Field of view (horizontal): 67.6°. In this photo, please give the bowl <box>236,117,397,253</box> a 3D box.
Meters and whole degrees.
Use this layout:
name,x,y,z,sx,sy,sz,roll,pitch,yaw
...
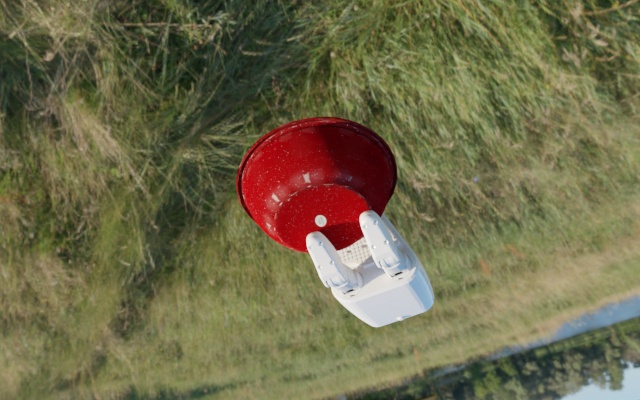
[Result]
name,x,y,z,sx,sy,sz,roll,pitch,yaw
bowl,-0.001,0.001,0.460,0.162,0.162,0.055,0,42,-8
